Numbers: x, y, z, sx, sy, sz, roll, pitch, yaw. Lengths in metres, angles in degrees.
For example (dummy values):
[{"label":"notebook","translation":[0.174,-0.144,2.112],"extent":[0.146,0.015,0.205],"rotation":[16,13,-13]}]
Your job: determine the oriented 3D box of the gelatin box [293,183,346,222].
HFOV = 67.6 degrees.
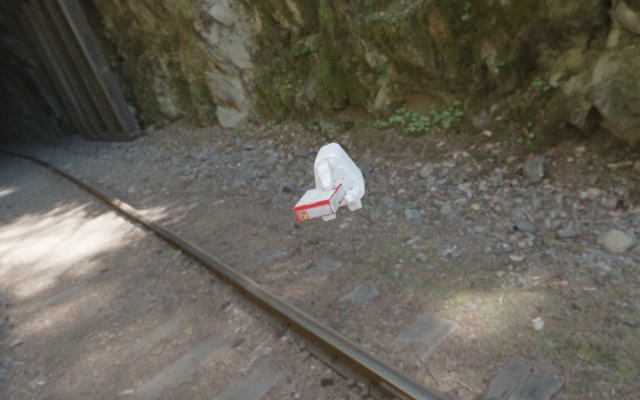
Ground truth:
[{"label":"gelatin box","translation":[0.000,0.003,0.866],"extent":[0.073,0.030,0.089],"rotation":[-13,18,23]}]
